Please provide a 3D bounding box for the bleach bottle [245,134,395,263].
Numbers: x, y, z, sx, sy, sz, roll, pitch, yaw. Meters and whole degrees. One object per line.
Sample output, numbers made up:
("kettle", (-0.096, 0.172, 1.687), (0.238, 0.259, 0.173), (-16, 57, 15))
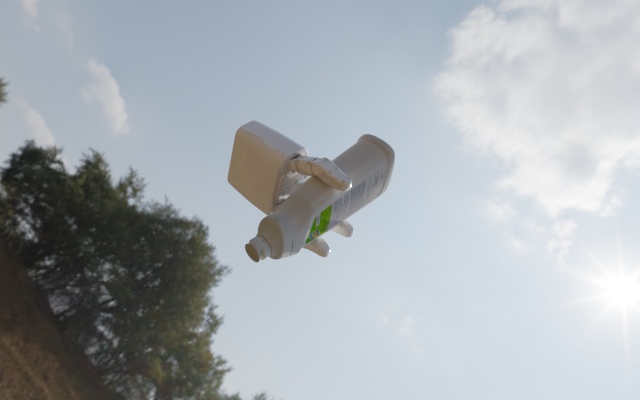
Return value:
("bleach bottle", (0.000, 0.002, 0.665), (0.068, 0.103, 0.250), (35, 50, 28))
